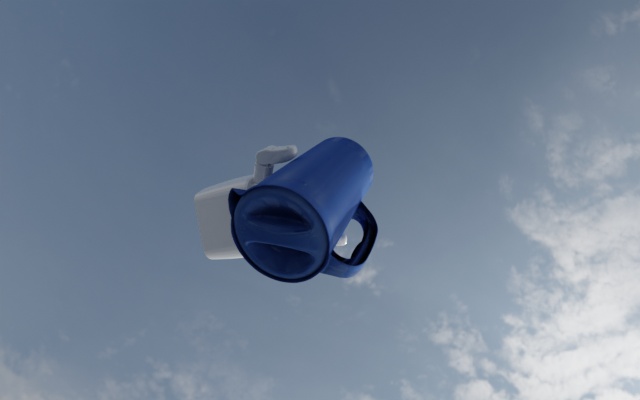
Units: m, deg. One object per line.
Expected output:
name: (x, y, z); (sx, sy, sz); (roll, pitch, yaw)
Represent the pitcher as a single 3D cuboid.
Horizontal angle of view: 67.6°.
pitcher: (0.000, 0.002, 0.663); (0.145, 0.149, 0.242); (-11, 19, 28)
